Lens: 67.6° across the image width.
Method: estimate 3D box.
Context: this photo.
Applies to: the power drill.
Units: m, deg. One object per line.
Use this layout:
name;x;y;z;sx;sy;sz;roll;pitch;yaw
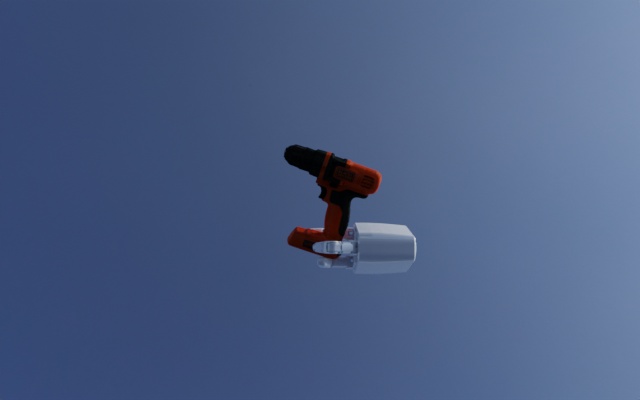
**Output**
power drill;0.000;0.003;0.888;0.184;0.188;0.057;19;15;2
